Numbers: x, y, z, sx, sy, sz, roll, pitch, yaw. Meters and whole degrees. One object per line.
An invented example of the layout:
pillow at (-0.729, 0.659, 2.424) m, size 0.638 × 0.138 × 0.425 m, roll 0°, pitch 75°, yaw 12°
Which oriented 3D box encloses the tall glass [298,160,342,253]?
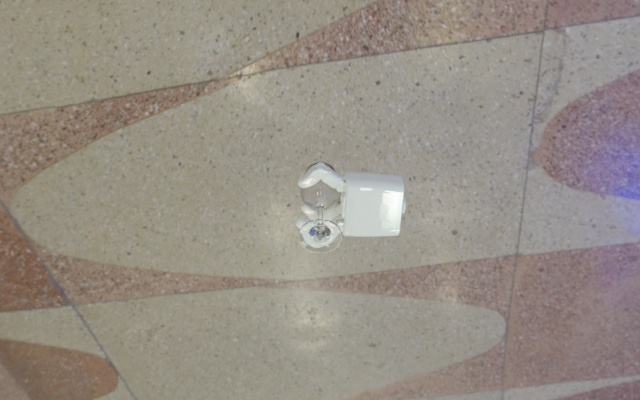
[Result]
tall glass at (0.000, 0.003, 0.881) m, size 0.079 × 0.079 × 0.201 m, roll 0°, pitch 36°, yaw 0°
